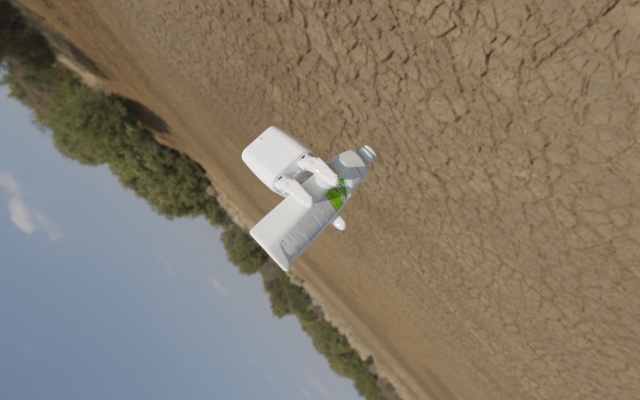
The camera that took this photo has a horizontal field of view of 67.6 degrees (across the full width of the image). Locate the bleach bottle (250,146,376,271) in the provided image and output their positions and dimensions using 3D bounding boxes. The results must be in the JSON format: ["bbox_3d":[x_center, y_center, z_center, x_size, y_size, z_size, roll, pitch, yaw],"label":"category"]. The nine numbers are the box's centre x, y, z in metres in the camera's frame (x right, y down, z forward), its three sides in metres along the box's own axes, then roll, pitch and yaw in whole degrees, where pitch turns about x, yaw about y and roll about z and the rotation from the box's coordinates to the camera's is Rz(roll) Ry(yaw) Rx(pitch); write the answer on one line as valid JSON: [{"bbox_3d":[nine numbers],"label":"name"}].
[{"bbox_3d":[0.000,0.003,0.827,0.068,0.251,0.103,40,-12,37],"label":"bleach bottle"}]
